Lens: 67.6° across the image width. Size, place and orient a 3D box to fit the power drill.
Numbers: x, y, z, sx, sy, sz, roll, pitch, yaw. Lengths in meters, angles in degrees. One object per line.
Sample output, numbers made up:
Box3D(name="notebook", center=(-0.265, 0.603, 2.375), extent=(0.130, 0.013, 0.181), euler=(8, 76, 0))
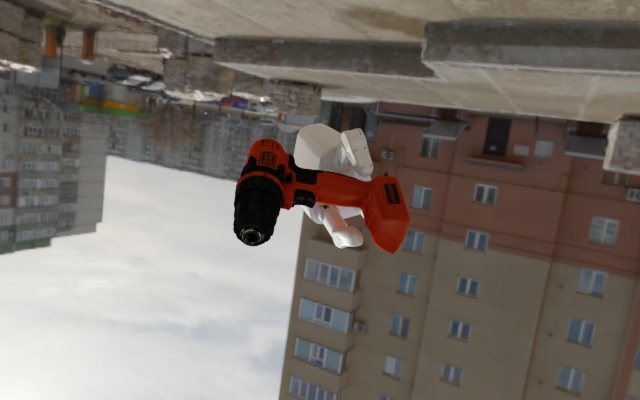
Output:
Box3D(name="power drill", center=(0.000, 0.002, 0.528), extent=(0.187, 0.057, 0.184), euler=(15, 32, -10))
